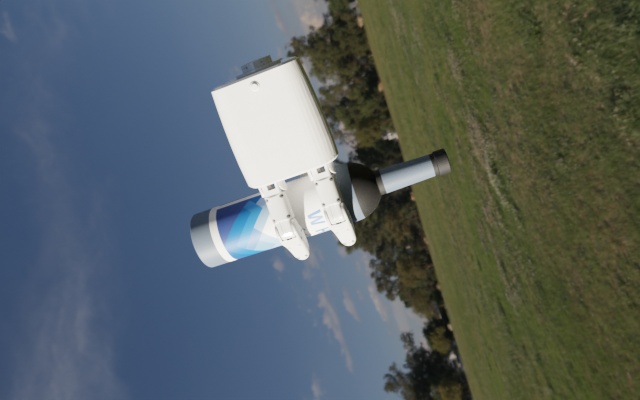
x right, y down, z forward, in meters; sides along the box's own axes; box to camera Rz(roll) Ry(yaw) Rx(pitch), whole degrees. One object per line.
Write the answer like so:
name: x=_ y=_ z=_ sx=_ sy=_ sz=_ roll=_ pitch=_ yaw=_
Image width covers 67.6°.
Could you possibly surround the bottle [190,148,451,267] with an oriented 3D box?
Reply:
bottle: x=0.000 y=0.002 z=0.542 sx=0.296 sy=0.069 sz=0.069 roll=-18 pitch=-3 yaw=10
